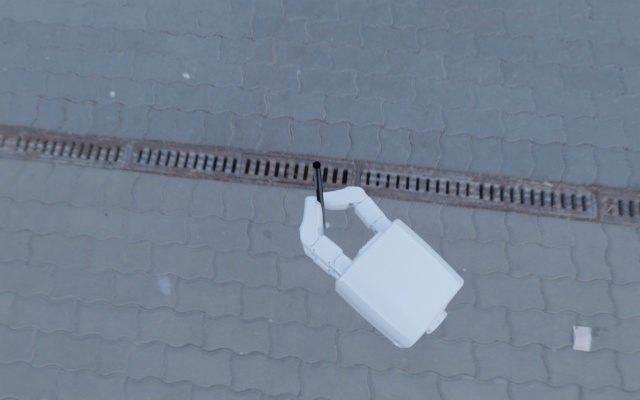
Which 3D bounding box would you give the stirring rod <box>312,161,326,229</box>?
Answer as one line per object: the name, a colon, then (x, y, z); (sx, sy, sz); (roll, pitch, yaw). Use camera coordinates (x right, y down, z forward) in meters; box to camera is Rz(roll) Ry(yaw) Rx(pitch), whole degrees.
stirring rod: (0.000, 0.002, 0.564); (0.011, 0.011, 0.240); (0, -17, 2)
